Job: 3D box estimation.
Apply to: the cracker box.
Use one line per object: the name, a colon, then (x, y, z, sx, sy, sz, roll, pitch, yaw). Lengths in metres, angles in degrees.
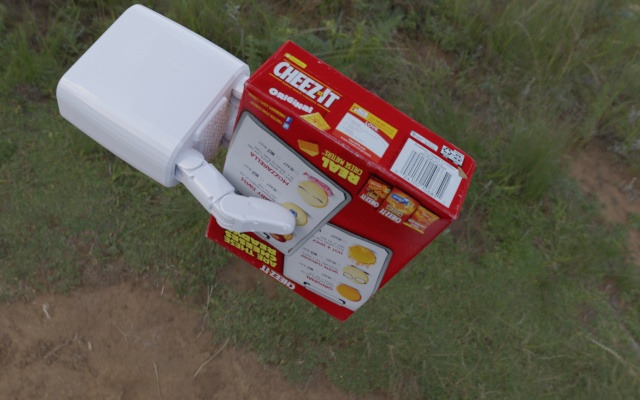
cracker box: (0.000, 0.001, 0.405, 0.164, 0.072, 0.214, 32, -37, 1)
